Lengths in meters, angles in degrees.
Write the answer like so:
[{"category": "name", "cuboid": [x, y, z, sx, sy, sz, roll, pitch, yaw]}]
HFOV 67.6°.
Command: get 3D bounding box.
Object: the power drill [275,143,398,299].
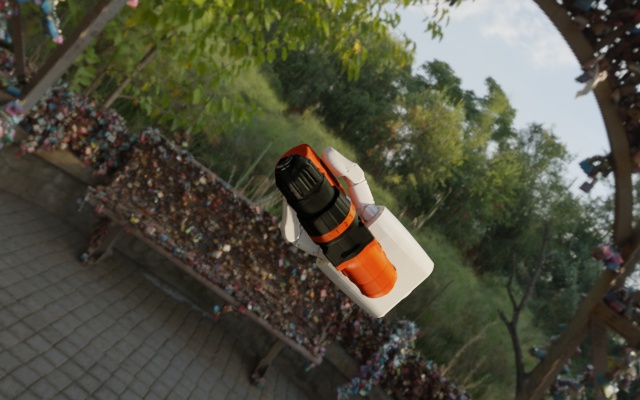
[{"category": "power drill", "cuboid": [0.000, 0.002, 0.526, 0.057, 0.184, 0.187, -34, 28, 3]}]
